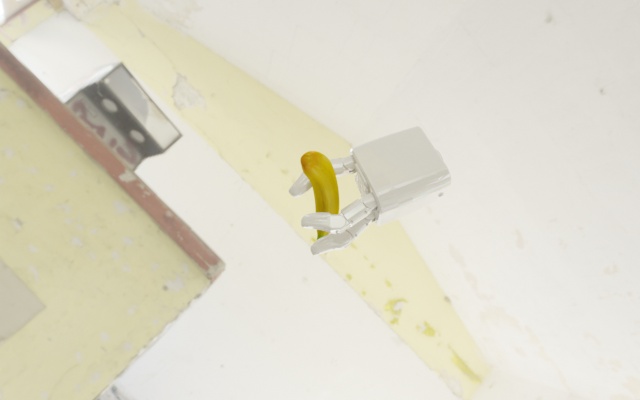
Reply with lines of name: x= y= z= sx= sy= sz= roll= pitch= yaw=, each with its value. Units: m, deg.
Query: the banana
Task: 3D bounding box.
banana: x=0.003 y=-0.010 z=0.651 sx=0.037 sy=0.069 sz=0.198 roll=3 pitch=-39 yaw=10
